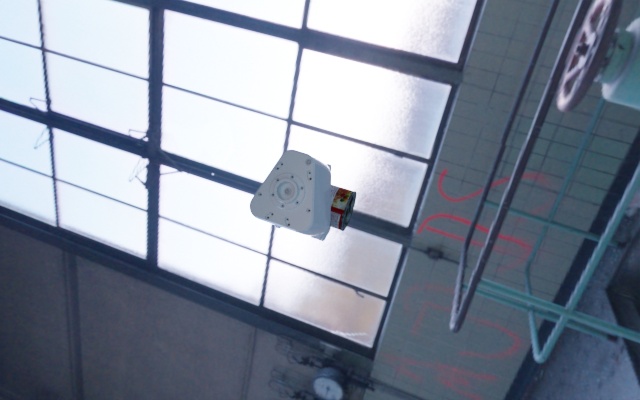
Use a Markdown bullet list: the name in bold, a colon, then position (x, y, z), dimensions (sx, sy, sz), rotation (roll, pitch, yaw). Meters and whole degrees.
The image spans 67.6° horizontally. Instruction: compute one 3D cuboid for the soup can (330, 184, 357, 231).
- **soup can**: position (0.000, 0.002, 0.783), dimensions (0.102, 0.068, 0.068), rotation (18, 4, 12)
